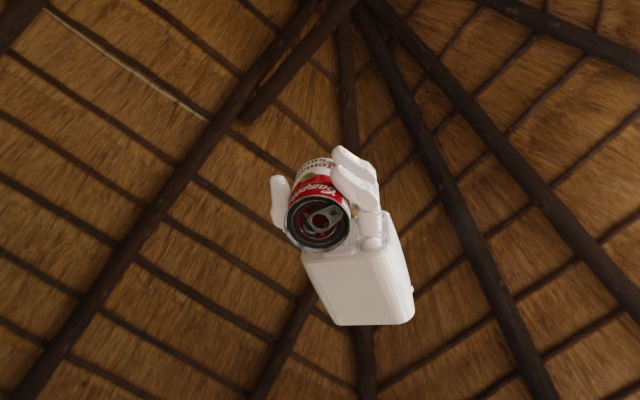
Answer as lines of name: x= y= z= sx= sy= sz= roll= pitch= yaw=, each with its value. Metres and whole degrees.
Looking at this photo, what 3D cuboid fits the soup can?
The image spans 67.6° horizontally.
soup can: x=0.000 y=0.001 z=0.525 sx=0.068 sy=0.068 sz=0.102 roll=0 pitch=28 yaw=4
